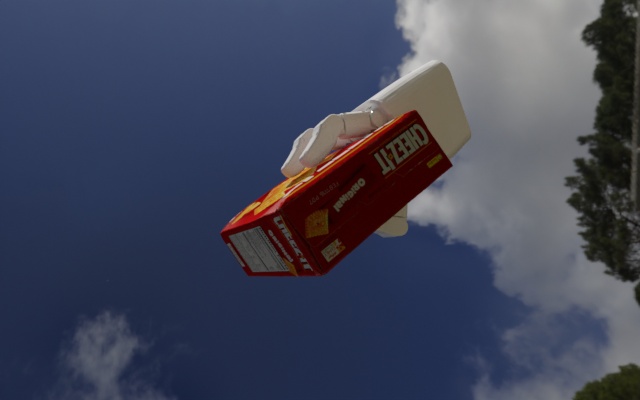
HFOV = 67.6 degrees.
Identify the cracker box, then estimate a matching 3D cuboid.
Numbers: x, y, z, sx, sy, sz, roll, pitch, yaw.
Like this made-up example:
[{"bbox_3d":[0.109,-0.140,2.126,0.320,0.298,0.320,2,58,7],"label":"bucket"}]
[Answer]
[{"bbox_3d":[0.000,0.002,0.484,0.164,0.072,0.214,-38,7,-24],"label":"cracker box"}]
